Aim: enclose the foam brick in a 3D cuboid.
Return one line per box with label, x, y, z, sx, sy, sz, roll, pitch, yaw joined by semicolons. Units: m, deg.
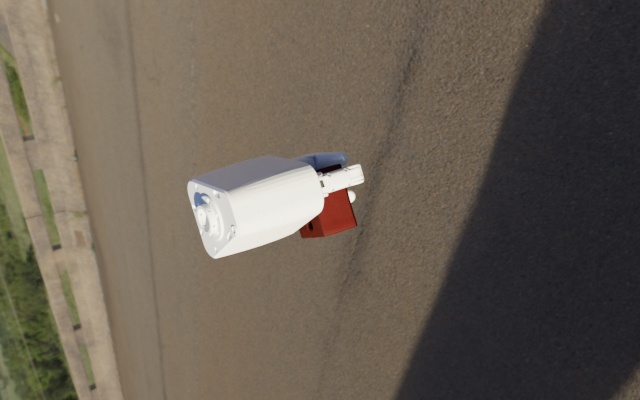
foam brick;0.000;0.002;0.569;0.051;0.078;0.053;-19;5;-34
